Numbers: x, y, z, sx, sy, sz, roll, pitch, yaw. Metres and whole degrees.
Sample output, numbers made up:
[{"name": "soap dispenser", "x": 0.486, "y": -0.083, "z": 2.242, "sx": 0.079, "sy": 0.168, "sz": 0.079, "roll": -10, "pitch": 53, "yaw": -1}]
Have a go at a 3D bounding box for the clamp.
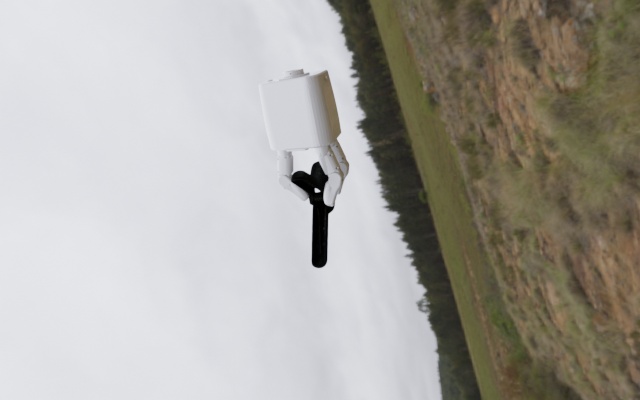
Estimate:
[{"name": "clamp", "x": -0.001, "y": 0.002, "z": 0.800, "sx": 0.036, "sy": 0.165, "sz": 0.210, "roll": -5, "pitch": 19, "yaw": 14}]
